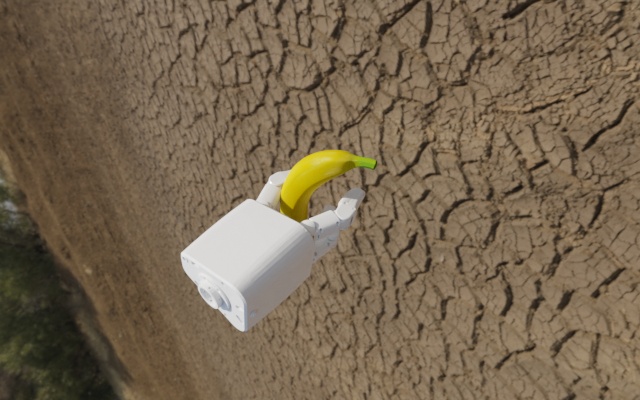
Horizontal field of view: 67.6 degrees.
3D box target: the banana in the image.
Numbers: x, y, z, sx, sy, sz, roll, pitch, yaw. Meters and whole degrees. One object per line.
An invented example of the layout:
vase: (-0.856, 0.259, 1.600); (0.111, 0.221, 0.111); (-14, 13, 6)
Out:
banana: (-0.013, -0.011, 0.582); (0.069, 0.037, 0.198); (39, -37, -7)
